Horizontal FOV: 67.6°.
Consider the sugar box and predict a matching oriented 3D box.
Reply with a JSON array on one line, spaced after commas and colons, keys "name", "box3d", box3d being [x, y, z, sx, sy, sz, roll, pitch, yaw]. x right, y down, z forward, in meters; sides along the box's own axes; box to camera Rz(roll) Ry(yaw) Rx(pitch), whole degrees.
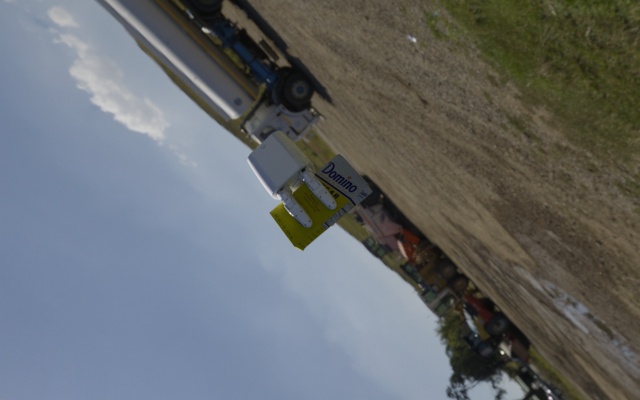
[{"name": "sugar box", "box3d": [0.000, 0.003, 0.893, 0.176, 0.093, 0.048, -42, -28, 4]}]
